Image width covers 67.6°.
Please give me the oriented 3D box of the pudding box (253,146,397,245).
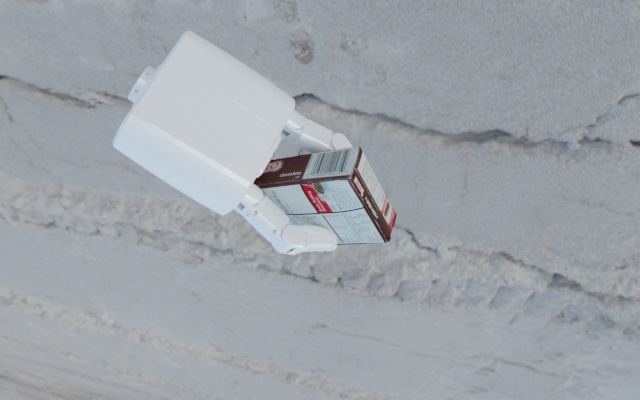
[{"bbox_3d":[0.000,0.002,0.433,0.113,0.039,0.090,-4,-42,32],"label":"pudding box"}]
